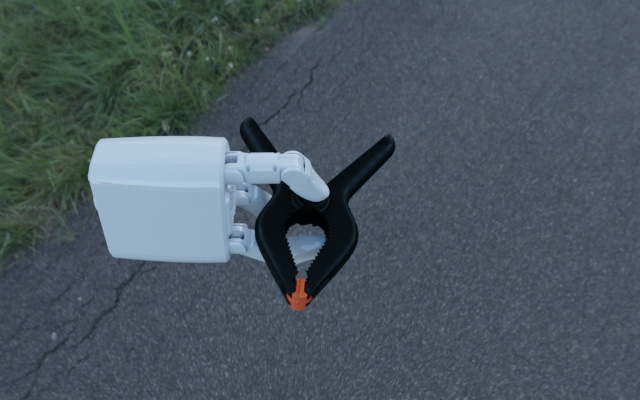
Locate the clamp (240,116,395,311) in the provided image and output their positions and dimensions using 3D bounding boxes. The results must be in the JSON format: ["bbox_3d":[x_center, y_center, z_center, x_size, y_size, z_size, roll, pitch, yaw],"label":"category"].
[{"bbox_3d":[0.000,0.001,0.457,0.164,0.209,0.036,1,-35,-4],"label":"clamp"}]
